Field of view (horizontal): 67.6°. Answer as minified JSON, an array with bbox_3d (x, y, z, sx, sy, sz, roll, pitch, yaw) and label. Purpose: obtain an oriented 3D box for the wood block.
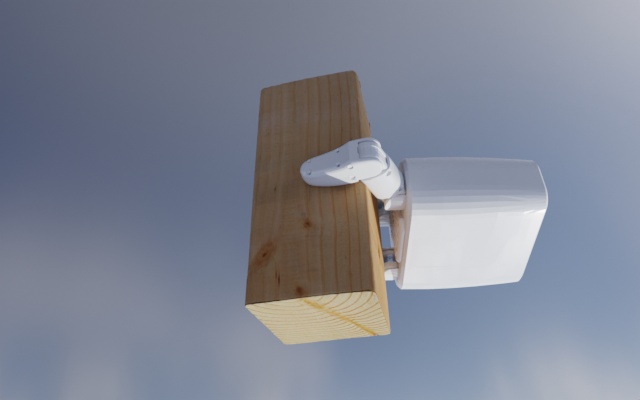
[{"bbox_3d":[0.000,0.001,0.400,0.090,0.206,0.091,-9,-35,11],"label":"wood block"}]
